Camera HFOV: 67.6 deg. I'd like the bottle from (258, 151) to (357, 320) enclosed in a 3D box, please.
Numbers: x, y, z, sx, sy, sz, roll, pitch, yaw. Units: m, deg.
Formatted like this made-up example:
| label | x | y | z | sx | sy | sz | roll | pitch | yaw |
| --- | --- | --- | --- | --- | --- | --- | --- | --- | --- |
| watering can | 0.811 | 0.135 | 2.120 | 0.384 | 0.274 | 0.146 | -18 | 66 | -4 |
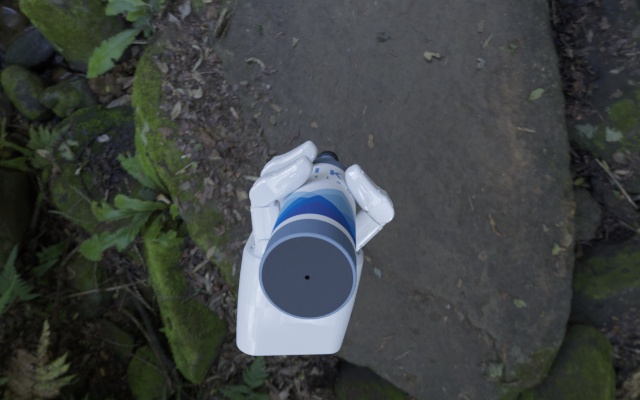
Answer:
| label | x | y | z | sx | sy | sz | roll | pitch | yaw |
| --- | --- | --- | --- | --- | --- | --- | --- | --- | --- |
| bottle | 0.000 | 0.002 | 0.457 | 0.069 | 0.069 | 0.295 | 0 | 20 | 4 |
